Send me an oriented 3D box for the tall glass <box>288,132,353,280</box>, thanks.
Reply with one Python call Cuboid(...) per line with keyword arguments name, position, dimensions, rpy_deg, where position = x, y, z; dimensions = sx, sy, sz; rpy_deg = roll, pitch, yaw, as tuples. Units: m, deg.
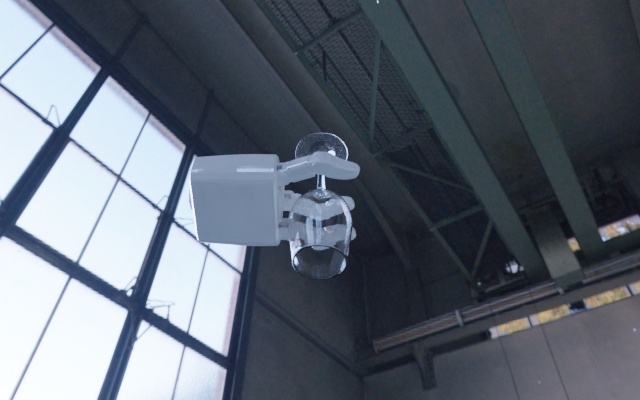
Cuboid(name="tall glass", position=(0.000, 0.001, 0.605), dimensions=(0.079, 0.079, 0.200), rpy_deg=(0, 43, 1))
